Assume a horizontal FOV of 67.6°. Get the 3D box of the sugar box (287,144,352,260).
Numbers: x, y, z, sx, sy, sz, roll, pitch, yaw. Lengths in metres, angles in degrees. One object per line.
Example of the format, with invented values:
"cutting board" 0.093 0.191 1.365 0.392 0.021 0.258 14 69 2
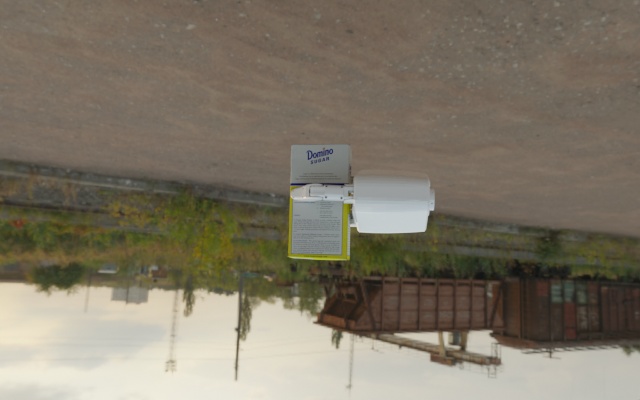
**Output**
"sugar box" 0.000 0.003 0.739 0.093 0.176 0.048 1 -9 10
